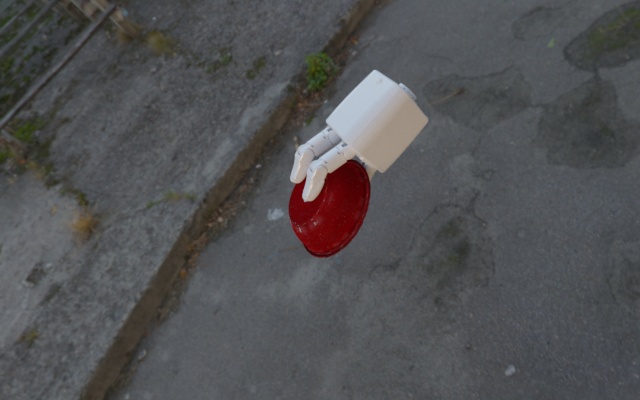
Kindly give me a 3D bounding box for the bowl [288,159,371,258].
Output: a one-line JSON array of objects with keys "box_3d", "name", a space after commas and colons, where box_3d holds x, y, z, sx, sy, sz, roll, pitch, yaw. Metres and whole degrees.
[{"box_3d": [-0.001, 0.003, 0.725, 0.055, 0.162, 0.162, 23, -14, -34], "name": "bowl"}]
